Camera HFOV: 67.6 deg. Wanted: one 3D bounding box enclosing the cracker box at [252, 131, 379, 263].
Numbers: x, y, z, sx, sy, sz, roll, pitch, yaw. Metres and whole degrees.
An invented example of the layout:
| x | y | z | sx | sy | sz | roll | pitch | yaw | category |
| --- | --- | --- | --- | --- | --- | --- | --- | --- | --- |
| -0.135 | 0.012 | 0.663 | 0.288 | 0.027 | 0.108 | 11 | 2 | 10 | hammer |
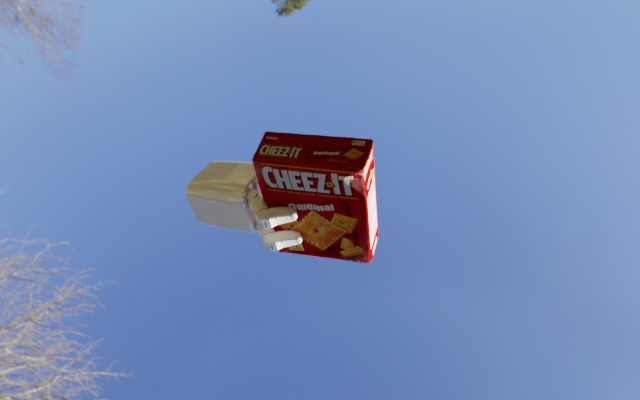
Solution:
| x | y | z | sx | sy | sz | roll | pitch | yaw | category |
| --- | --- | --- | --- | --- | --- | --- | --- | --- | --- |
| 0.000 | 0.002 | 0.736 | 0.164 | 0.072 | 0.214 | 6 | -42 | 15 | cracker box |
